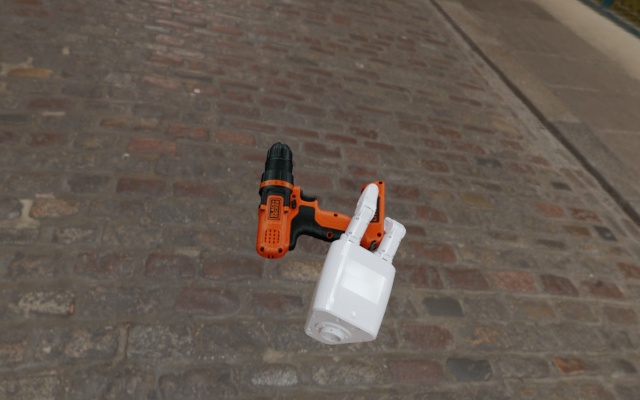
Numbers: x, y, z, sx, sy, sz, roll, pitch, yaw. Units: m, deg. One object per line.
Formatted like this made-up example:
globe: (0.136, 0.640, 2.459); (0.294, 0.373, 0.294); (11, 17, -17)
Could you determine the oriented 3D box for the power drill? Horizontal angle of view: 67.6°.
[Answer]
power drill: (0.001, 0.003, 0.719); (0.187, 0.184, 0.057); (4, -21, -2)
